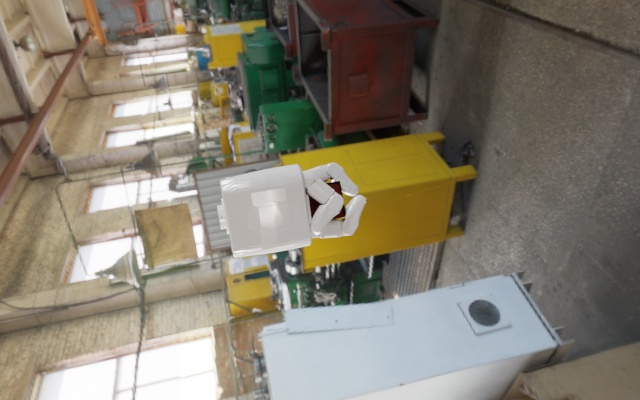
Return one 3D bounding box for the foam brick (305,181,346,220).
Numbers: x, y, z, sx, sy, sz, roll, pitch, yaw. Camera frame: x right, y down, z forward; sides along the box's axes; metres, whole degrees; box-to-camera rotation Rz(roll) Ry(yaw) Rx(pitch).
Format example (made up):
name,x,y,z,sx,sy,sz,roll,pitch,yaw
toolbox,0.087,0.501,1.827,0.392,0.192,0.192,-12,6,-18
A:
name,x,y,z,sx,sy,sz,roll,pitch,yaw
foam brick,0.000,0.002,0.689,0.051,0.053,0.078,-11,0,-10
